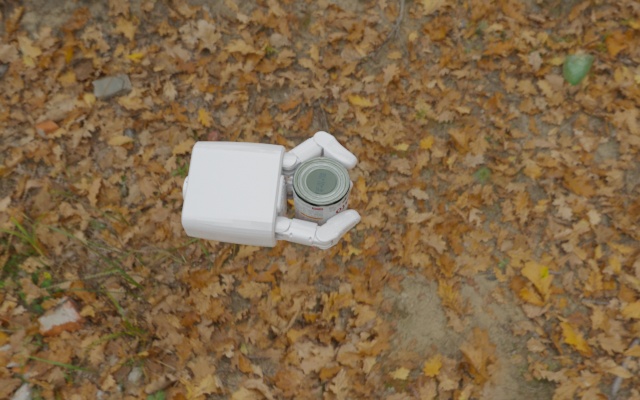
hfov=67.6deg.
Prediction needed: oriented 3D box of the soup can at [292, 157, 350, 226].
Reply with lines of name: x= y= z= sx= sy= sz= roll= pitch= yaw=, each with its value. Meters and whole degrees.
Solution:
soup can: x=0.001 y=0.002 z=0.581 sx=0.068 sy=0.068 sz=0.102 roll=0 pitch=-30 yaw=-1
